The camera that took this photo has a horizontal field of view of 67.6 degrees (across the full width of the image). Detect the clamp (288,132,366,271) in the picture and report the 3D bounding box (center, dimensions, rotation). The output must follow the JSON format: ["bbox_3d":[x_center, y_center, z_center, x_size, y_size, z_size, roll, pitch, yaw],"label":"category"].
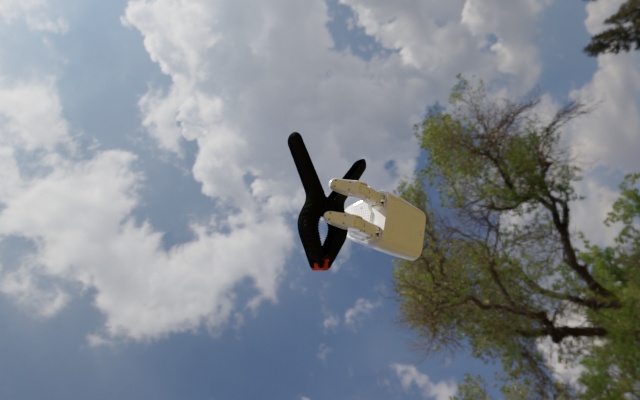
[{"bbox_3d":[0.000,0.003,0.751,0.164,0.210,0.036,24,-22,-37],"label":"clamp"}]
